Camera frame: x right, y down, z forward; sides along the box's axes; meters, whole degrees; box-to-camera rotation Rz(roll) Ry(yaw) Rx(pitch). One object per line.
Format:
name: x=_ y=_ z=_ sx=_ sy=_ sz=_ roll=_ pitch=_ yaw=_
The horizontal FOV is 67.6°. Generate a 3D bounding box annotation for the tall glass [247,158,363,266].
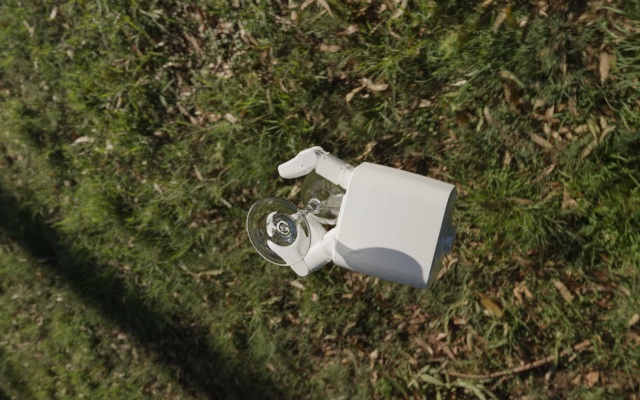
tall glass: x=0.000 y=0.002 z=0.561 sx=0.079 sy=0.079 sz=0.201 roll=0 pitch=18 yaw=26
